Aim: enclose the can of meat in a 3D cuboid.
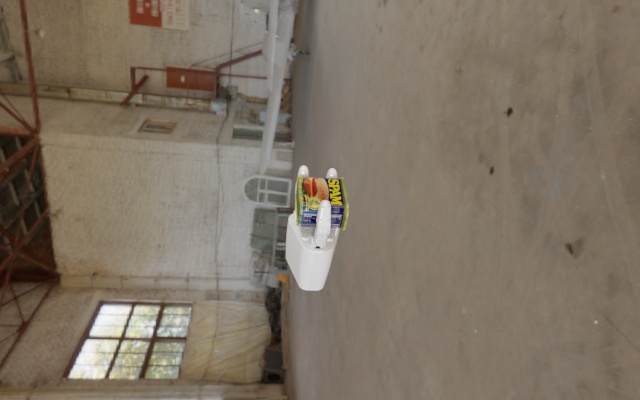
[{"bbox_3d":[0.000,0.003,0.846,0.084,0.057,0.102,3,42,-8],"label":"can of meat"}]
